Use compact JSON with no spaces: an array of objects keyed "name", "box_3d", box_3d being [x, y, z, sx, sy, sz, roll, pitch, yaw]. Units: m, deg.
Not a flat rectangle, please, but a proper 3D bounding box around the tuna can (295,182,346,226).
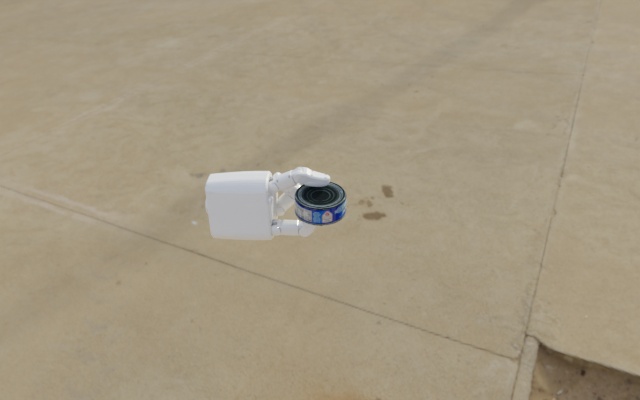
[{"name":"tuna can","box_3d":[0.000,0.002,0.781,0.086,0.034,0.086,0,34,0]}]
